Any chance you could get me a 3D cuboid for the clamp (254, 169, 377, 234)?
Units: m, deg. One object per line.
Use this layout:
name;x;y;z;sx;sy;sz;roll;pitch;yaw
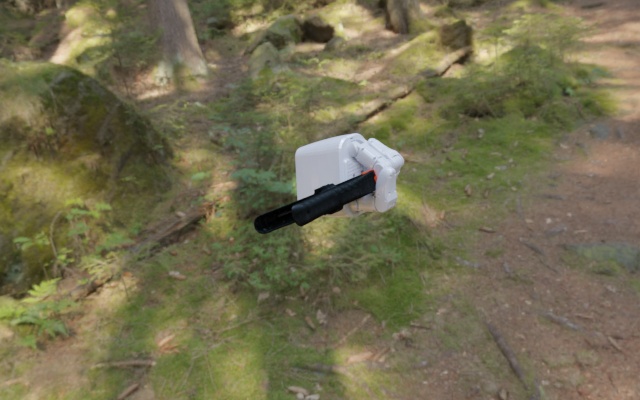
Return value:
clamp;0.000;0.001;0.600;0.171;0.039;0.120;-21;8;-40
